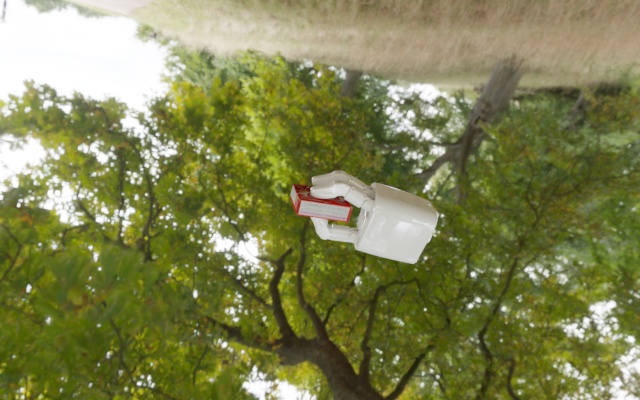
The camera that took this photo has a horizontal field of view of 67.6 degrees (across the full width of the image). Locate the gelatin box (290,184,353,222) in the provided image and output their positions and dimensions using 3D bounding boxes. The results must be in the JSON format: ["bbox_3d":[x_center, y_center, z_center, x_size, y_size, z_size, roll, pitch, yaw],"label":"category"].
[{"bbox_3d":[0.000,0.003,0.780,0.089,0.030,0.073,8,20,-15],"label":"gelatin box"}]
